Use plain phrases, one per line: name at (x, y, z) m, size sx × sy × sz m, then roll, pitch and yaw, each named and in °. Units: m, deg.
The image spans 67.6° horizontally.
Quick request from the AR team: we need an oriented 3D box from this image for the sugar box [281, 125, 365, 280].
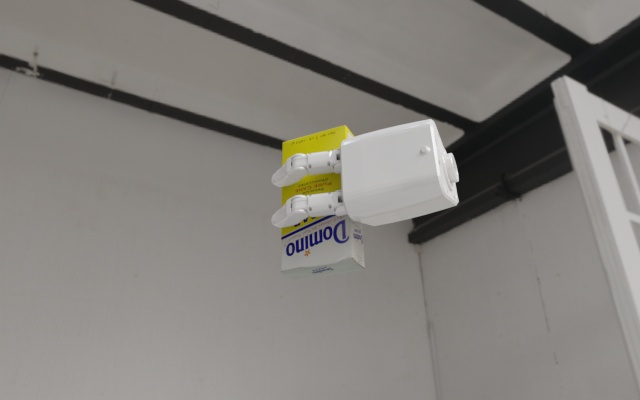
sugar box at (0.000, 0.002, 0.583) m, size 0.093 × 0.176 × 0.048 m, roll -13°, pitch -30°, yaw 22°
